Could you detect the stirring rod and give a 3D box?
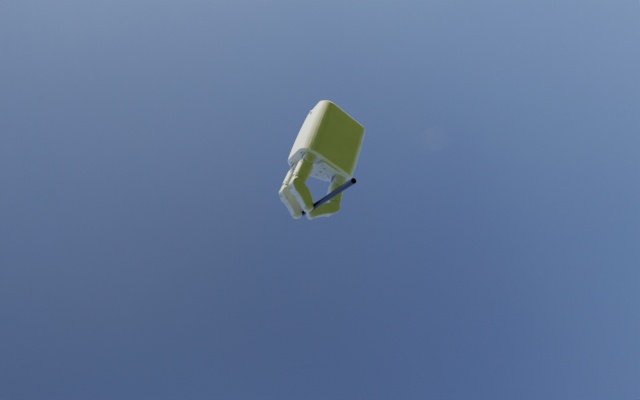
[{"bbox_3d":[0.000,0.002,0.753,0.011,0.011,0.239,0,-14,-23],"label":"stirring rod"}]
